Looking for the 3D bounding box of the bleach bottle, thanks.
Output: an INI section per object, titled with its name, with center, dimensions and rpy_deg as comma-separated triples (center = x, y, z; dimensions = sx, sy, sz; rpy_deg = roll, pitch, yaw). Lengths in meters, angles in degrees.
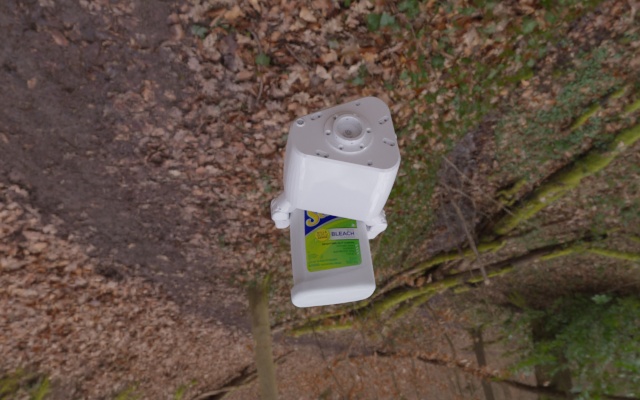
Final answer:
[bleach bottle]
center = 0.000, 0.002, 0.610
dimensions = 0.102, 0.250, 0.068
rpy_deg = -5, -26, -8
